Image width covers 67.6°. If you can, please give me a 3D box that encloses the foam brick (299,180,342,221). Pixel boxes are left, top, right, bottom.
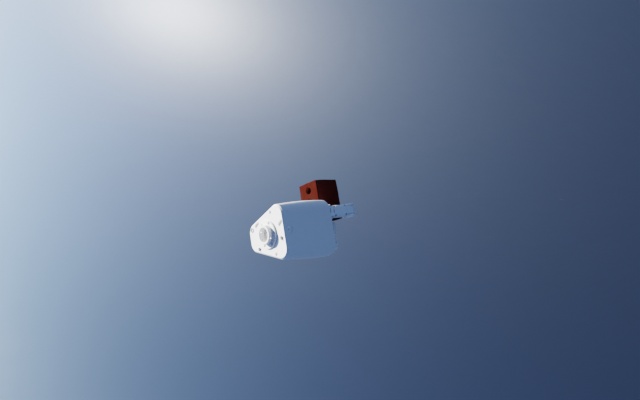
[{"bbox_3d":[0.000,0.003,0.898,0.051,0.078,0.053,-2,-12,-39],"label":"foam brick"}]
